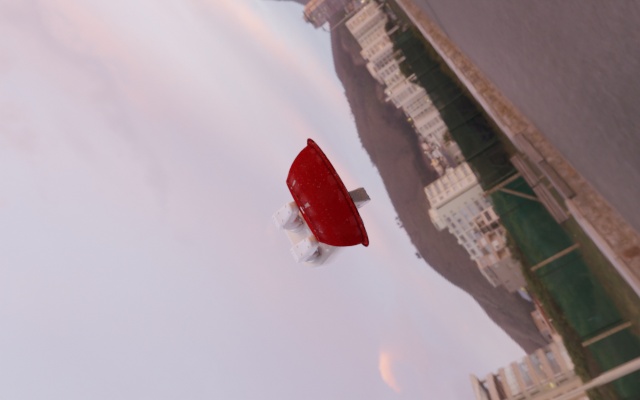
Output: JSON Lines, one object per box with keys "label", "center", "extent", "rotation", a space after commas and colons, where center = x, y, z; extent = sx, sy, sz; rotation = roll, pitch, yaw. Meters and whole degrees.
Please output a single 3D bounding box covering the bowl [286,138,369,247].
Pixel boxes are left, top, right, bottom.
{"label": "bowl", "center": [0.000, 0.002, 0.622], "extent": [0.055, 0.162, 0.162], "rotation": [-29, 3, -6]}
